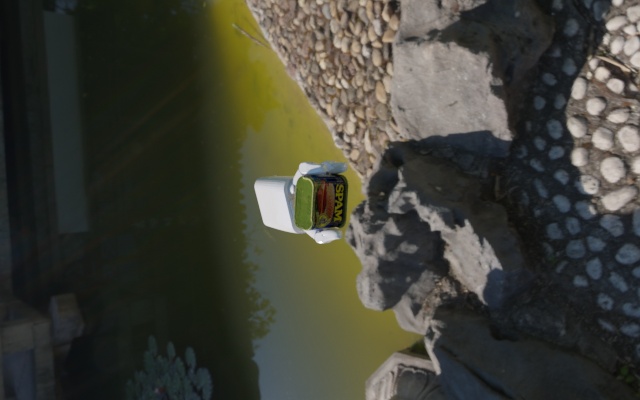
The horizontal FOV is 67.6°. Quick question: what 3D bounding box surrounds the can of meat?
[{"bbox_3d":[0.000,0.003,0.872,0.084,0.102,0.057,-4,11,-42],"label":"can of meat"}]
